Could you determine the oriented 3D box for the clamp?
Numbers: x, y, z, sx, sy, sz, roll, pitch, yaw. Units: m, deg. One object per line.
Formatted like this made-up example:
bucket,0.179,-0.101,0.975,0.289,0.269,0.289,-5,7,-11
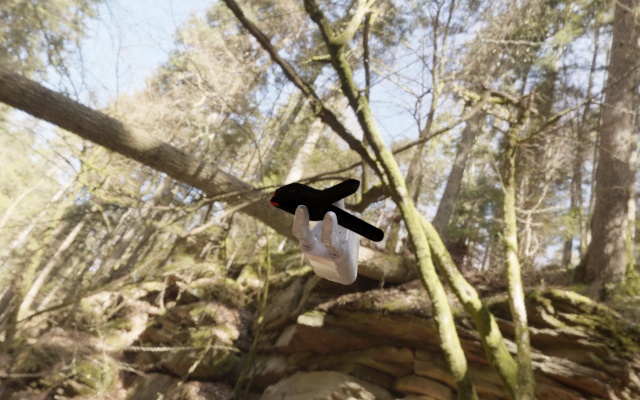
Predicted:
clamp,0.000,0.002,0.822,0.210,0.036,0.165,13,-30,24
